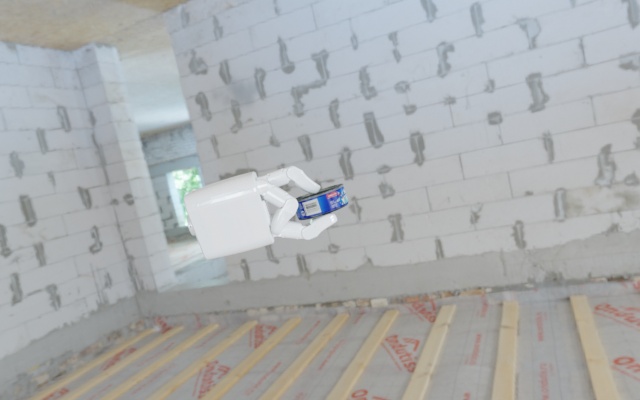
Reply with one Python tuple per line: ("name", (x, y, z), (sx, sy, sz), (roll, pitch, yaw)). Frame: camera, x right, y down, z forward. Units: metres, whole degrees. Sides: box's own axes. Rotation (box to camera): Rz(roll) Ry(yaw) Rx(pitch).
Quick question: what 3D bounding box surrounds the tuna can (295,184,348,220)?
("tuna can", (0.000, 0.003, 0.755), (0.086, 0.034, 0.086), (-18, 5, 2))
